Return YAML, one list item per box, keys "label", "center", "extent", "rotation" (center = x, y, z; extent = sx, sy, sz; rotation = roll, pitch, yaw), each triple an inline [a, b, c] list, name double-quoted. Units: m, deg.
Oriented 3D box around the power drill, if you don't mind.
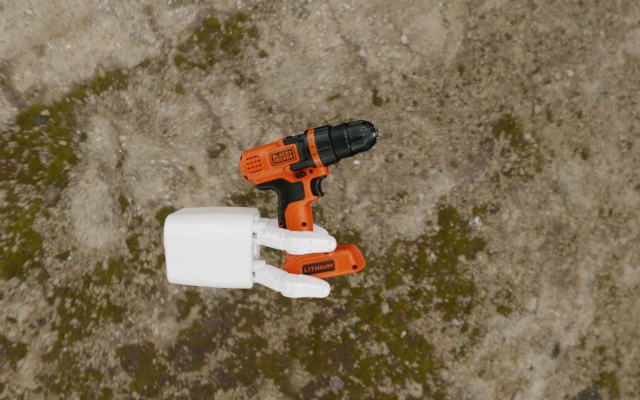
- label: "power drill"
  center: [0.000, 0.003, 0.610]
  extent: [0.184, 0.187, 0.057]
  rotation: [-13, 0, 17]
